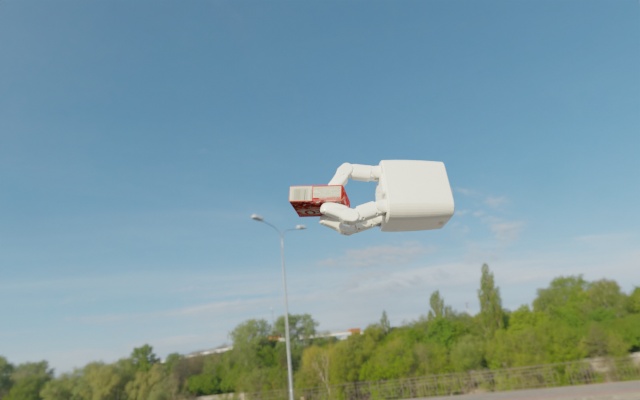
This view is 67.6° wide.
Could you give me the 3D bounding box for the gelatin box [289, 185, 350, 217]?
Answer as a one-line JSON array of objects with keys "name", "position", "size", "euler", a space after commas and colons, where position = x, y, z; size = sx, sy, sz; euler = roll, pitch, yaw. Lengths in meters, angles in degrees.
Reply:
[{"name": "gelatin box", "position": [0.000, 0.002, 0.777], "size": [0.089, 0.030, 0.073], "euler": [-1, -22, 11]}]
